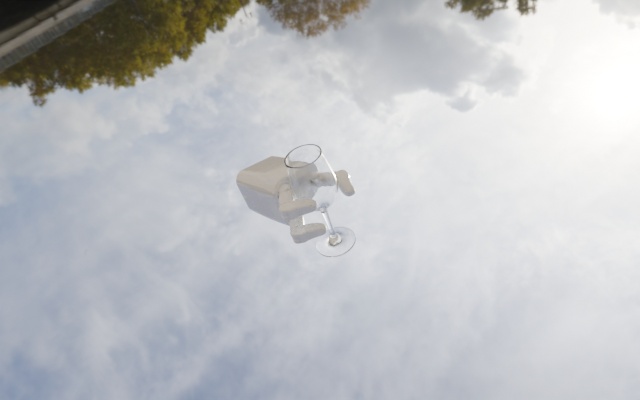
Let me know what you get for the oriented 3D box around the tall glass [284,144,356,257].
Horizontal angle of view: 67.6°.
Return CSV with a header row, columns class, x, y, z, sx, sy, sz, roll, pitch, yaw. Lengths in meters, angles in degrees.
class,x,y,z,sx,sy,sz,roll,pitch,yaw
tall glass,0.000,0.003,0.810,0.079,0.201,0.079,-12,39,10
